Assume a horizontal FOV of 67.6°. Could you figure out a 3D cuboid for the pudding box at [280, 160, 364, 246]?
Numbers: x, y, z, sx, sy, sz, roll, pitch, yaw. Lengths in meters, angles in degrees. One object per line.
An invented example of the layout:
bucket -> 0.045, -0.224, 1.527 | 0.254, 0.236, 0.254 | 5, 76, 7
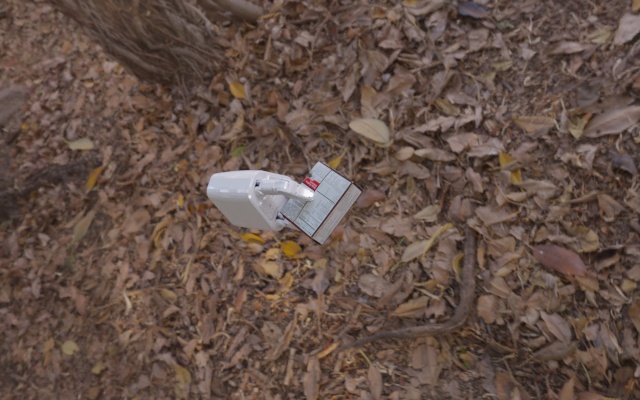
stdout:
pudding box -> 0.000, 0.002, 0.768 | 0.090, 0.113, 0.039 | 37, 1, 40
